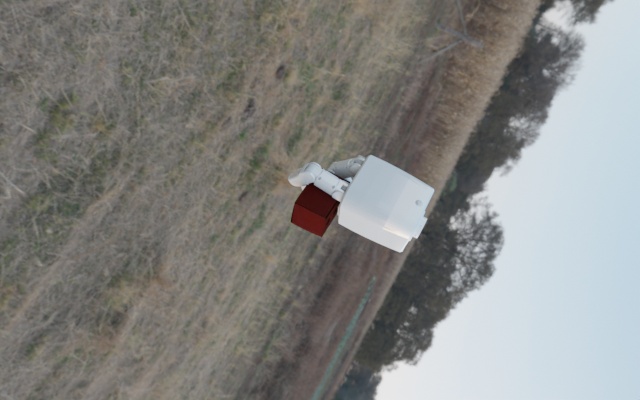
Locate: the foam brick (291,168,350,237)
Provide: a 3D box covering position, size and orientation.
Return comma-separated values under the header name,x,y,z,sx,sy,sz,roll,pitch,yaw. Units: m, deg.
name,x,y,z,sx,sy,sz,roll,pitch,yaw
foam brick,0.000,0.002,0.684,0.051,0.078,0.053,28,-33,9
